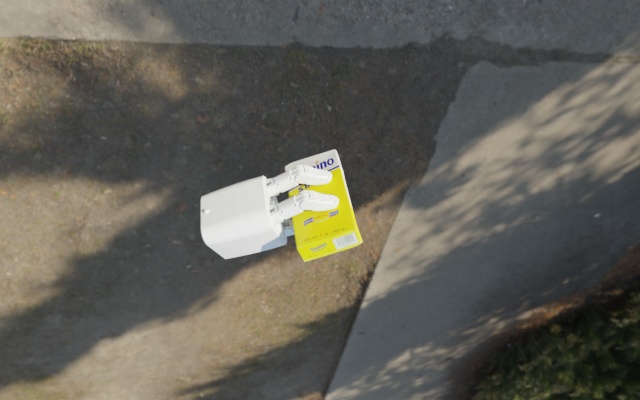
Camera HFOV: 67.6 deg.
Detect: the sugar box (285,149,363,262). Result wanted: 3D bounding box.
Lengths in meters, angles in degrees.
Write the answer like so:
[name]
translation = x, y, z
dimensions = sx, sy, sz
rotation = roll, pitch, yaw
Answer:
[sugar box]
translation = 0.000, 0.002, 0.745
dimensions = 0.093, 0.176, 0.048
rotation = -17, -40, 5
